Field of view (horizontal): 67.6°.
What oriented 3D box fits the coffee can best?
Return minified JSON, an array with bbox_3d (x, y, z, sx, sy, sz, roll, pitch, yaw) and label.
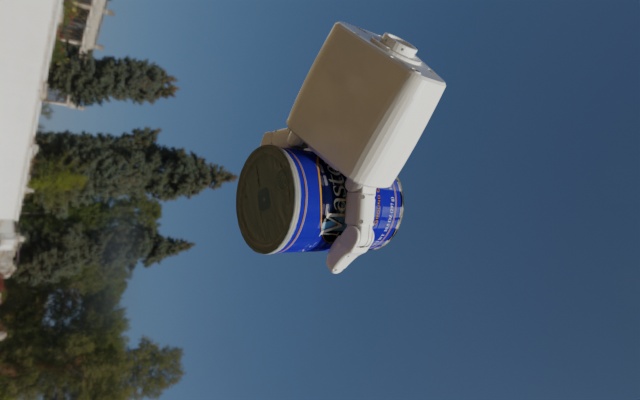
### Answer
[{"bbox_3d":[0.000,0.002,0.488,0.140,0.103,0.103,3,-2,-39],"label":"coffee can"}]
